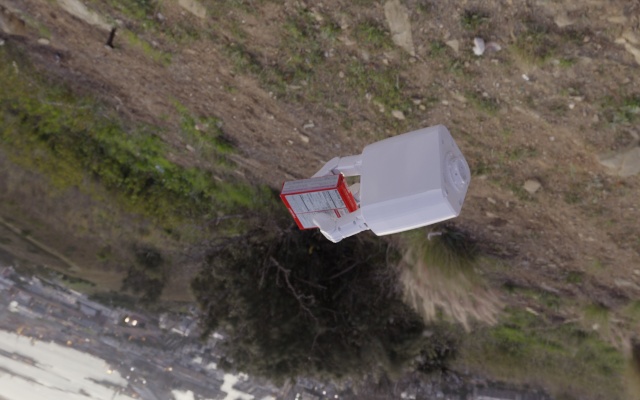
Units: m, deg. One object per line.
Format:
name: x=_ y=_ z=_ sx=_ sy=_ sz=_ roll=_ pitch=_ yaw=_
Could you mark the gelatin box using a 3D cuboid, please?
gelatin box: x=0.000 y=0.003 z=0.651 sx=0.089 sy=0.030 sz=0.073 roll=-8 pitch=-45 yaw=23
